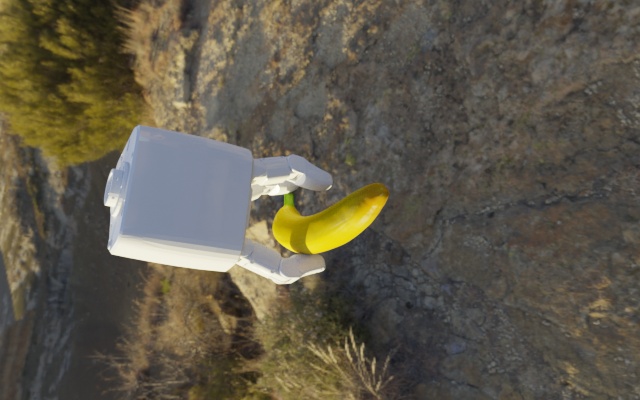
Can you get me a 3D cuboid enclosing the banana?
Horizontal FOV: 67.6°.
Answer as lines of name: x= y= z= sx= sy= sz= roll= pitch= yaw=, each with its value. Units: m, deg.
banana: x=-0.005 y=0.020 z=0.476 sx=0.037 sy=0.069 sz=0.198 roll=14 pitch=-8 yaw=-29
